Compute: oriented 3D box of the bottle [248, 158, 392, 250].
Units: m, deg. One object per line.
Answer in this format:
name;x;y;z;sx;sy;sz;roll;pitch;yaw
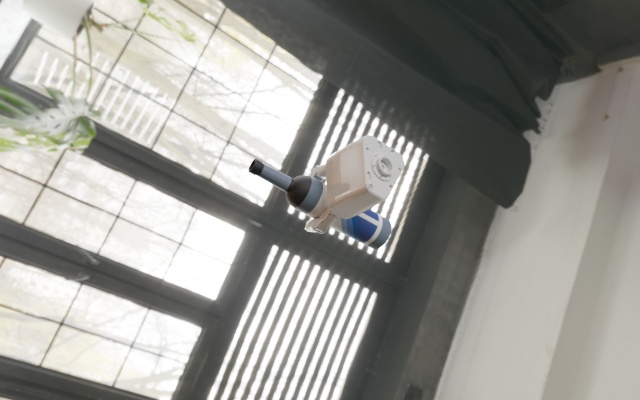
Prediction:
bottle;0.000;0.003;0.883;0.296;0.069;0.069;28;-12;-24
